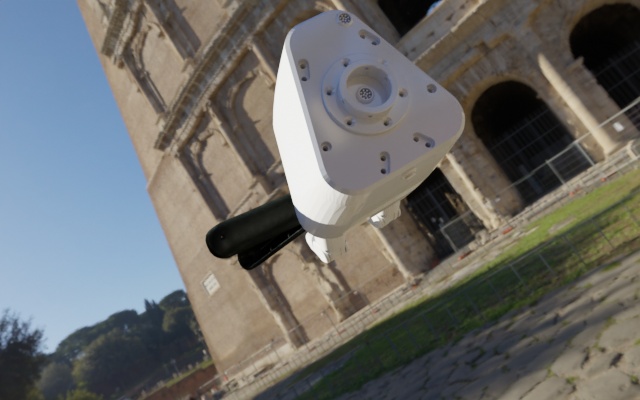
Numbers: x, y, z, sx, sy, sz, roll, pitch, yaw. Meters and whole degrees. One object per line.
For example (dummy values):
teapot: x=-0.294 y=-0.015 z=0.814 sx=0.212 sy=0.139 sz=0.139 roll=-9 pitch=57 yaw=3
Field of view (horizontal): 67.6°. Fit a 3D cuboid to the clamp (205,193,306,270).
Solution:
clamp: x=0.000 y=0.000 z=0.431 sx=0.210 sy=0.036 sz=0.164 roll=-30 pitch=-8 yaw=-14
